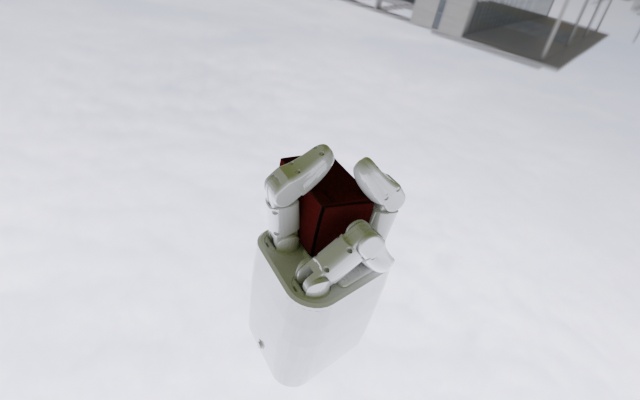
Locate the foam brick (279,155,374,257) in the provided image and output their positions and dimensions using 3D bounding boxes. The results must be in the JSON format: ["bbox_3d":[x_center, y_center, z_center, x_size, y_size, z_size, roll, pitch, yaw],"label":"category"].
[{"bbox_3d":[0.000,0.001,0.409,0.053,0.051,0.078,-8,38,-29],"label":"foam brick"}]
